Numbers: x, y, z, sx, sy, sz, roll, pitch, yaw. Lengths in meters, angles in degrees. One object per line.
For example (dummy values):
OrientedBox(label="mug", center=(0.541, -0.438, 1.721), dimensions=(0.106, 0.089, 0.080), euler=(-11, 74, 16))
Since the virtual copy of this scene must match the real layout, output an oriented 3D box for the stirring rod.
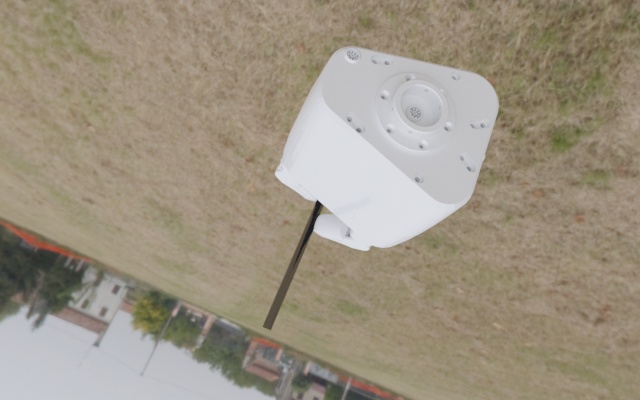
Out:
OrientedBox(label="stirring rod", center=(0.000, 0.001, 0.434), dimensions=(0.011, 0.239, 0.011), euler=(21, -19, 7))
